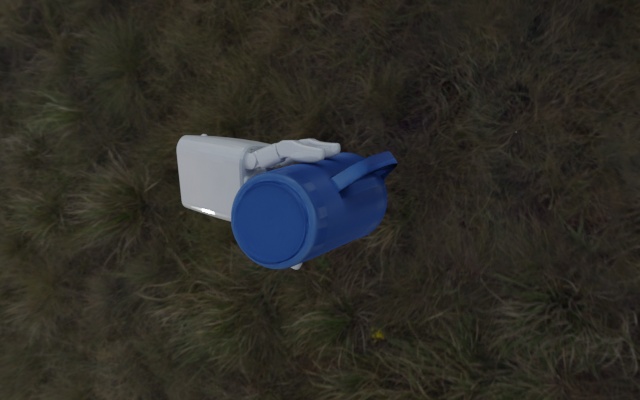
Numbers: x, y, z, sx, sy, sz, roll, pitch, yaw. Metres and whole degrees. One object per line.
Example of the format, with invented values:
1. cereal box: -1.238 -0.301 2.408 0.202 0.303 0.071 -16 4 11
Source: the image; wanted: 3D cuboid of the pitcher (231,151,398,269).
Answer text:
1. pitcher: 0.000 0.002 0.617 0.145 0.149 0.243 13 12 21
